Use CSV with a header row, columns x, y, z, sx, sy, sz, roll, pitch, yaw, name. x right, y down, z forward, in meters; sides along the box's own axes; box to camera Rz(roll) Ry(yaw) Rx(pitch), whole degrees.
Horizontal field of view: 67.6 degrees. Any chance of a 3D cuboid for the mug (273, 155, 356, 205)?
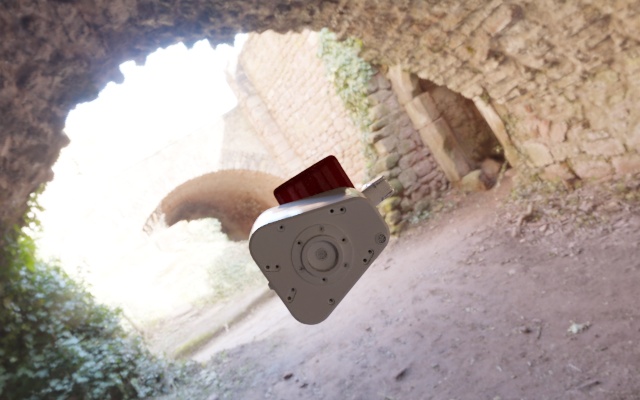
x,y,z,sx,sy,sz,roll,pitch,yaw,name
0.000,0.001,0.544,0.093,0.081,0.117,-32,5,-2,mug
